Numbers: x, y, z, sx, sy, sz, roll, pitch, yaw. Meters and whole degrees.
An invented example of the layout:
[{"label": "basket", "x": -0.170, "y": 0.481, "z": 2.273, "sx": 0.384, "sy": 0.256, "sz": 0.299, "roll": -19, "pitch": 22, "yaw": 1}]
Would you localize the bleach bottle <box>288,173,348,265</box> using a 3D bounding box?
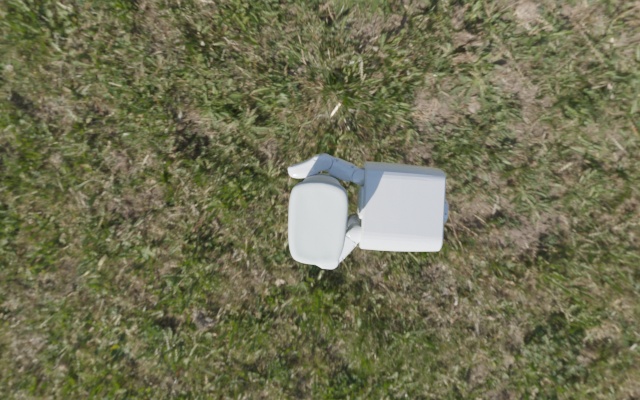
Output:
[{"label": "bleach bottle", "x": 0.000, "y": 0.002, "z": 0.660, "sx": 0.068, "sy": 0.102, "sz": 0.250, "roll": 4, "pitch": 13, "yaw": 1}]
